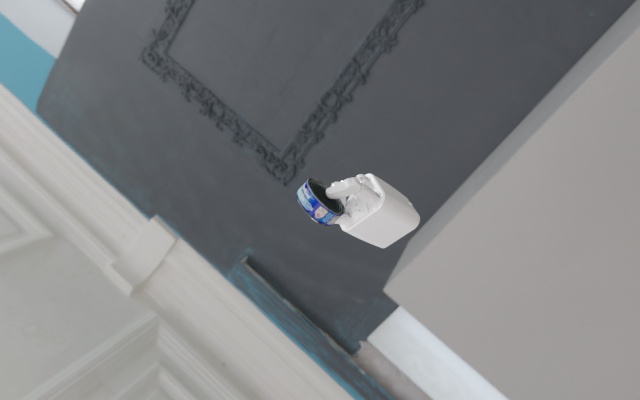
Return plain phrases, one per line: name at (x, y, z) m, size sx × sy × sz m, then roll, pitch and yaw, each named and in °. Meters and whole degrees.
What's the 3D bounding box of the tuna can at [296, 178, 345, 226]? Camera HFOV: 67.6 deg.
tuna can at (0.000, 0.003, 0.821) m, size 0.034 × 0.086 × 0.086 m, roll -46°, pitch -19°, yaw 20°
